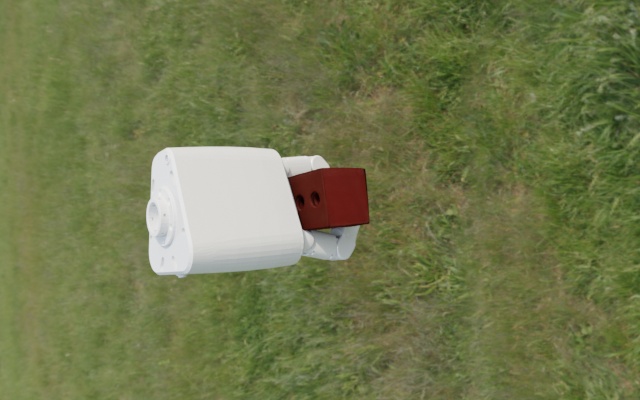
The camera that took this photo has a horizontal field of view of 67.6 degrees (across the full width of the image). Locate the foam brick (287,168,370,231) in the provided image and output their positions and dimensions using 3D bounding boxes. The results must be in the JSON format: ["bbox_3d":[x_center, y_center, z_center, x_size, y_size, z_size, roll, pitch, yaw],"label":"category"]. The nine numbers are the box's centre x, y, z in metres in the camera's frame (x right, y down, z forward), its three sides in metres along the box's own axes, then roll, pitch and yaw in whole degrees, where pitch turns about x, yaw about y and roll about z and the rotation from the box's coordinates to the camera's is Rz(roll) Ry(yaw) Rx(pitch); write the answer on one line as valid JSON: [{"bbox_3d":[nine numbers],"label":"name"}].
[{"bbox_3d":[0.000,0.001,0.447,0.051,0.053,0.078,-2,-7,-39],"label":"foam brick"}]
